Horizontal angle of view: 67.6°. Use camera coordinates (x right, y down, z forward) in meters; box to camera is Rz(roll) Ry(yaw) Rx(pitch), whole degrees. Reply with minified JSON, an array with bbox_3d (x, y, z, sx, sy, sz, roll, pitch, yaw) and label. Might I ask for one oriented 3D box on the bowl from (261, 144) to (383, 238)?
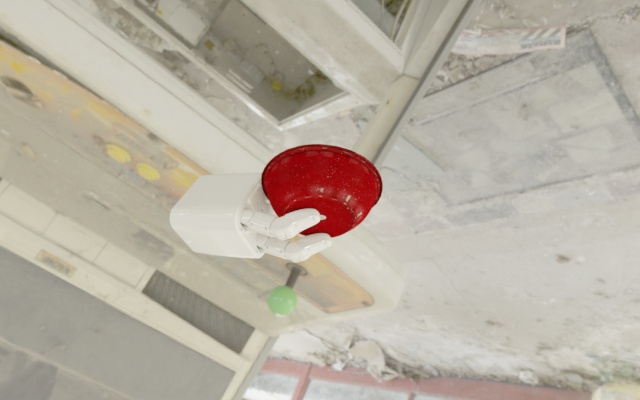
[{"bbox_3d":[0.001,0.002,0.616,0.162,0.055,0.162,3,-38,2],"label":"bowl"}]
